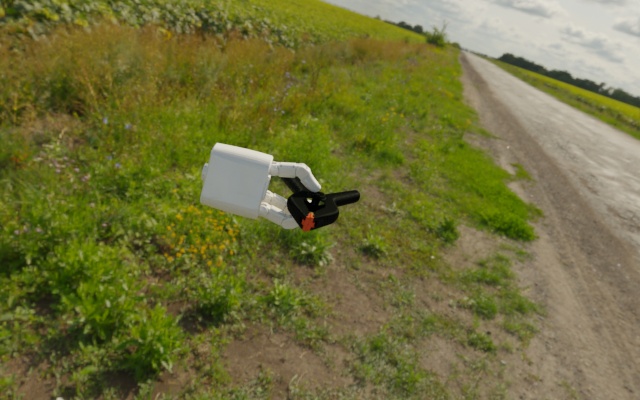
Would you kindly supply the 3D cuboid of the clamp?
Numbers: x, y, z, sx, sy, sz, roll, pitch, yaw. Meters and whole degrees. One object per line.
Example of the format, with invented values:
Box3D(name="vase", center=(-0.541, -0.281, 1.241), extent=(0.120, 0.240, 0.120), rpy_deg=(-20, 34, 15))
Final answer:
Box3D(name="clamp", center=(0.000, 0.002, 0.877), extent=(0.164, 0.036, 0.210), rpy_deg=(14, 23, -6))
